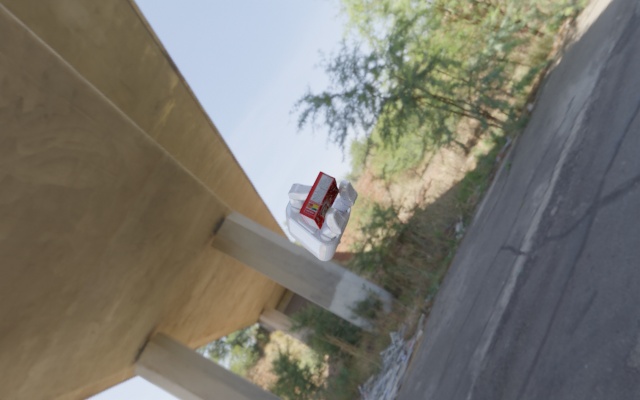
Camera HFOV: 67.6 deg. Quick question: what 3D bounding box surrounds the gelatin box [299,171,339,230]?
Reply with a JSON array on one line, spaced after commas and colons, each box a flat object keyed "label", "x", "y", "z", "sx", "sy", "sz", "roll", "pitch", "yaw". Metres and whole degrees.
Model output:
[{"label": "gelatin box", "x": 0.000, "y": 0.002, "z": 0.755, "sx": 0.030, "sy": 0.073, "sz": 0.089, "roll": 25, "pitch": -10, "yaw": 12}]
